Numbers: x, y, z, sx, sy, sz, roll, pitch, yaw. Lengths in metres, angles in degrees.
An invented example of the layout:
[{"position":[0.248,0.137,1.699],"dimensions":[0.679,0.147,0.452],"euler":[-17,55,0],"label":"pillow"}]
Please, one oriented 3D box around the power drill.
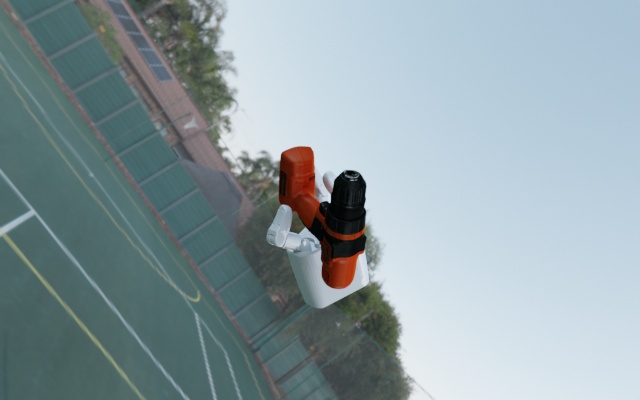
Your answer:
[{"position":[0.000,0.002,0.656],"dimensions":[0.057,0.185,0.187],"euler":[-11,40,-22],"label":"power drill"}]
